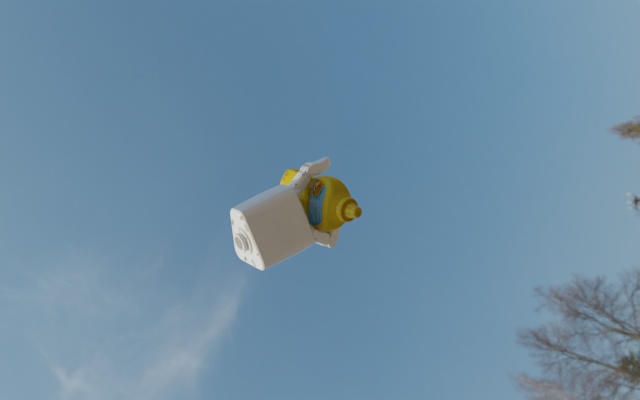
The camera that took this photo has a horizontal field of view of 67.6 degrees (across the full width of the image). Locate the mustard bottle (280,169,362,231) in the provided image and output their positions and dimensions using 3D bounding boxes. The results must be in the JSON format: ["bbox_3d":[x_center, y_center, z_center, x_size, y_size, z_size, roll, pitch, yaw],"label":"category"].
[{"bbox_3d":[0.000,0.003,0.843,0.058,0.096,0.191,3,8,-40],"label":"mustard bottle"}]
